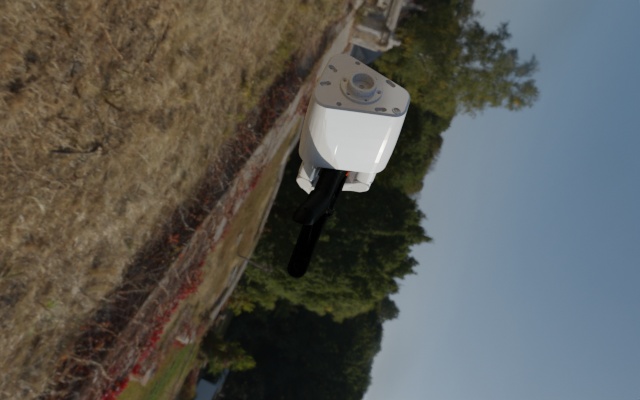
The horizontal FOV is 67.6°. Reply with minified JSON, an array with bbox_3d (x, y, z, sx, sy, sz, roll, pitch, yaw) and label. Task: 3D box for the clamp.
[{"bbox_3d":[0.001,0.002,0.598,0.039,0.171,0.120,21,-32,3],"label":"clamp"}]
